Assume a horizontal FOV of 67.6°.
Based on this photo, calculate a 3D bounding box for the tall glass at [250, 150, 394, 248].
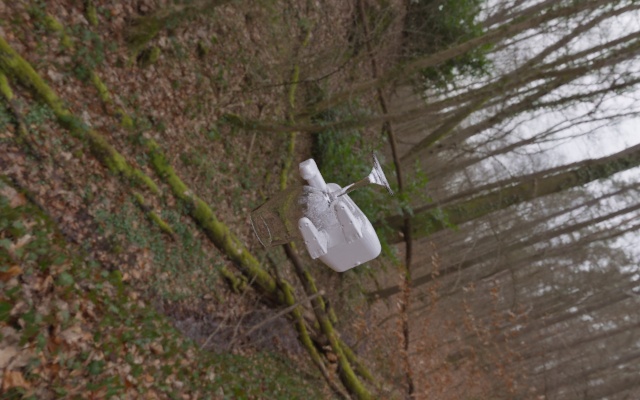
[{"bbox_3d":[0.001,0.002,0.697,0.201,0.079,0.079,-24,-4,9],"label":"tall glass"}]
